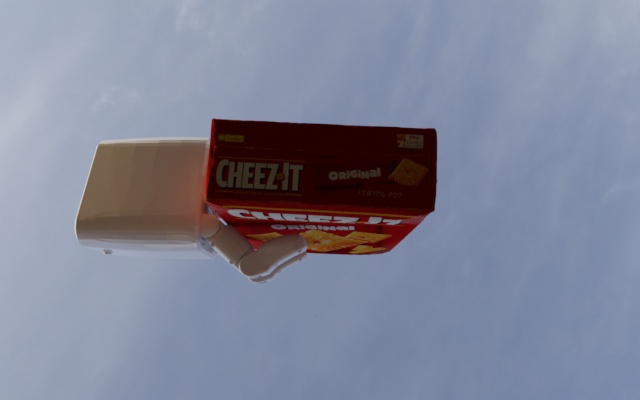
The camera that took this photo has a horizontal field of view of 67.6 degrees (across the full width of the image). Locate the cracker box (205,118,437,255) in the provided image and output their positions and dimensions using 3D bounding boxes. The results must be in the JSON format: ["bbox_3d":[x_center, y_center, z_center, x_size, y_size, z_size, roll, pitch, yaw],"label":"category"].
[{"bbox_3d":[0.000,0.001,0.436,0.164,0.072,0.214,2,-14,0],"label":"cracker box"}]
